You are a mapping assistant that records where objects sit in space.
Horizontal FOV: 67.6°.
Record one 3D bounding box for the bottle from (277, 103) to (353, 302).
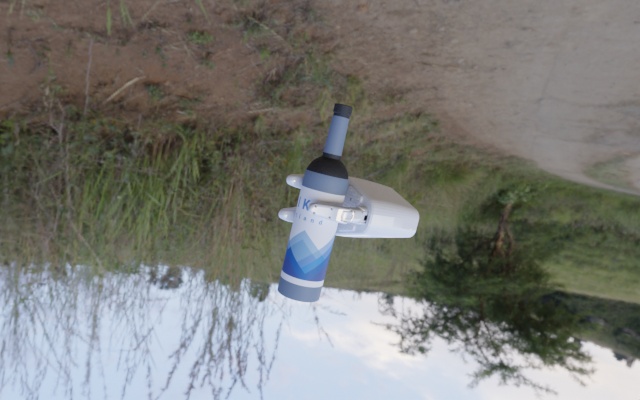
[{"bbox_3d":[0.000,0.003,0.718,0.069,0.296,0.069,13,7,-2],"label":"bottle"}]
